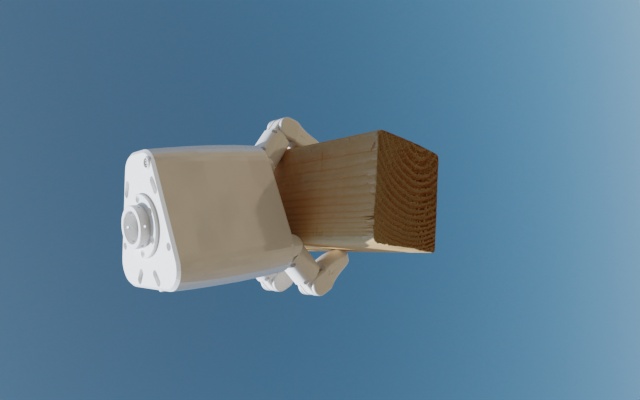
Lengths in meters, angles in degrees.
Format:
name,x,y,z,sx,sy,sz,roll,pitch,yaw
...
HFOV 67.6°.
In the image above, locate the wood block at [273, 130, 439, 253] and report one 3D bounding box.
name,x,y,z,sx,sy,sz,roll,pitch,yaw
wood block,0.000,0.001,0.462,0.206,0.091,0.090,-5,-13,44
